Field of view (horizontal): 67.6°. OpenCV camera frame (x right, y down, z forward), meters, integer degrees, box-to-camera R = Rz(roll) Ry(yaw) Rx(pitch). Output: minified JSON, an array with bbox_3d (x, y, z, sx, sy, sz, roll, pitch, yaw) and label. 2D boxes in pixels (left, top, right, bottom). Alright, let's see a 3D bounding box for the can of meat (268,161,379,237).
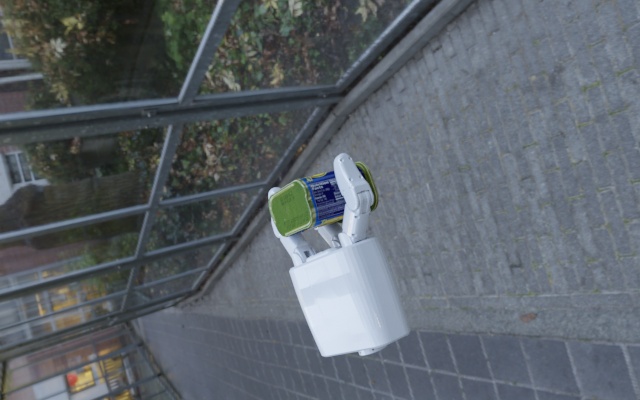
[{"bbox_3d":[0.000,0.002,0.532,0.084,0.057,0.102,-15,-6,-30],"label":"can of meat"}]
